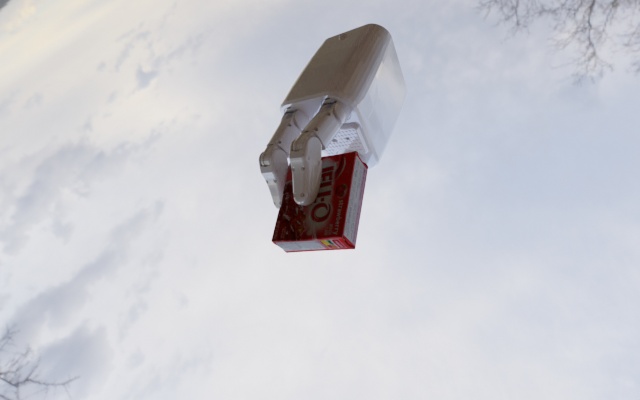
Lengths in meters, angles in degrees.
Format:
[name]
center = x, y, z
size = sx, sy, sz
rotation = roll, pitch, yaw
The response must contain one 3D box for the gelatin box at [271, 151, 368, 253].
[gelatin box]
center = 0.000, 0.002, 0.437
size = 0.073, 0.089, 0.030
rotation = -6, -32, 30
